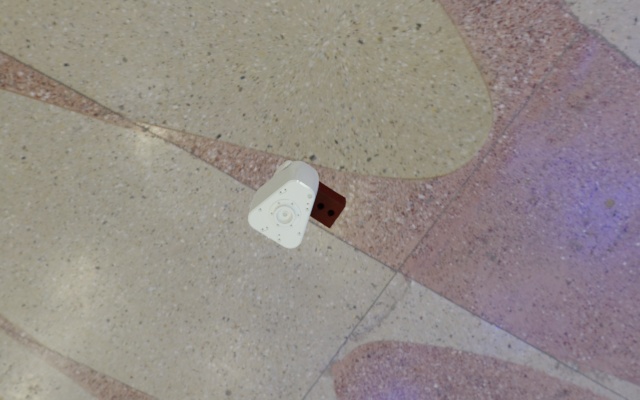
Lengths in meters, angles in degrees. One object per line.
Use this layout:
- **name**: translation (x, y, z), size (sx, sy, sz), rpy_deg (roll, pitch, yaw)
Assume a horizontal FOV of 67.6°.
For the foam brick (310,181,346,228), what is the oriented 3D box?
- **foam brick**: translation (0.000, 0.003, 0.853), size (0.078, 0.053, 0.051), rpy_deg (32, 17, -10)
